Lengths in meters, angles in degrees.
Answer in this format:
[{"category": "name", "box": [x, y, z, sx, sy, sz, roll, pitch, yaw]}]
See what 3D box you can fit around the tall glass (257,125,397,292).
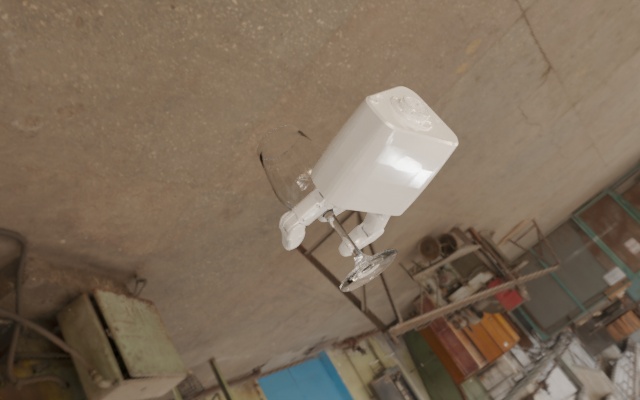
[{"category": "tall glass", "box": [0.000, 0.002, 0.553, 0.079, 0.201, 0.079, -29, -25, -15]}]
